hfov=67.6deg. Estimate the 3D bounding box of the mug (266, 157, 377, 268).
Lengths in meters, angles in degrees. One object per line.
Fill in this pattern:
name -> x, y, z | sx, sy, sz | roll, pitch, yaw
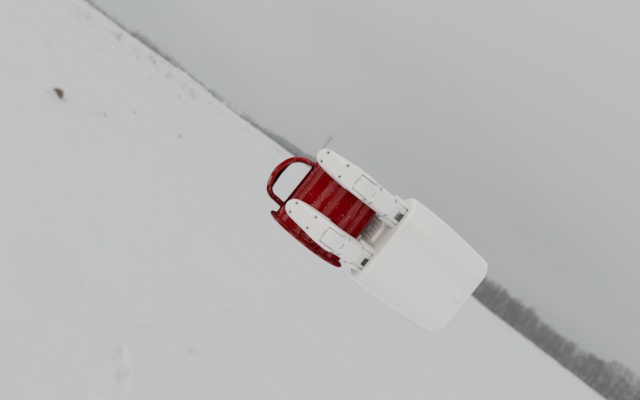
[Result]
mug -> -0.001, 0.001, 0.490 | 0.117, 0.081, 0.093 | 38, 2, -13
